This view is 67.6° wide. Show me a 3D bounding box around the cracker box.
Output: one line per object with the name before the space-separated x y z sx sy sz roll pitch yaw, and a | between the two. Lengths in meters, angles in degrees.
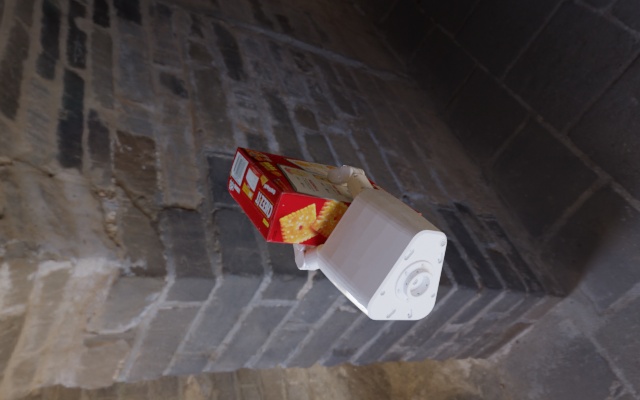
cracker box | 0.000 0.002 0.649 0.214 0.072 0.164 9 19 -33
